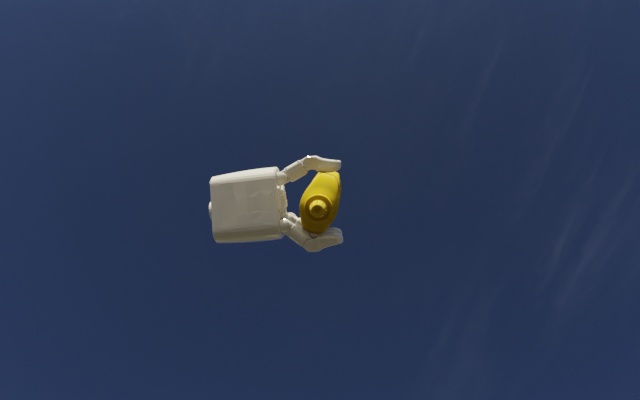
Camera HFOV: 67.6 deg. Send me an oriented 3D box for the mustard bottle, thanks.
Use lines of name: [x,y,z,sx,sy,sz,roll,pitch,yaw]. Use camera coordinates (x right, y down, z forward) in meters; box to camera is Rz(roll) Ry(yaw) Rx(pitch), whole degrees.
mustard bottle: [0.000,0.002,0.760,0.058,0.096,0.191,18,7,1]
